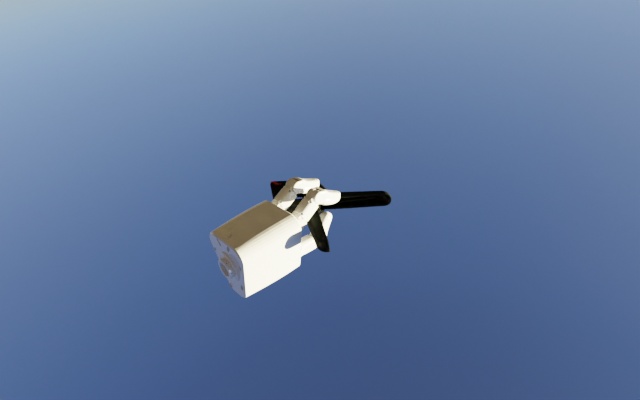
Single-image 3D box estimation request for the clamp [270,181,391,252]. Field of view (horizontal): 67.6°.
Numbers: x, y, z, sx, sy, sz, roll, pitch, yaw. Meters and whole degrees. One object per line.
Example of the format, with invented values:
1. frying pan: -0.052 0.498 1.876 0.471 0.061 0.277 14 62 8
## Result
1. clamp: 0.000 0.003 0.792 0.164 0.036 0.210 -29 37 -31
